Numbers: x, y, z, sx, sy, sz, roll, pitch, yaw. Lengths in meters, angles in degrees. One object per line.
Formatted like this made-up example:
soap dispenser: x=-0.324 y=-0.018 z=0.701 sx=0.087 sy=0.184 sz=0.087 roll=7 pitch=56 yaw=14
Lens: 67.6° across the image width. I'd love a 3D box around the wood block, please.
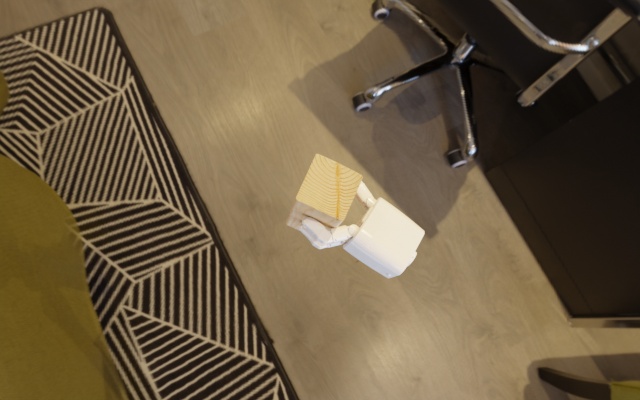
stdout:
wood block: x=0.001 y=0.003 z=0.883 sx=0.090 sy=0.090 sz=0.206 roll=25 pitch=-17 yaw=-2
